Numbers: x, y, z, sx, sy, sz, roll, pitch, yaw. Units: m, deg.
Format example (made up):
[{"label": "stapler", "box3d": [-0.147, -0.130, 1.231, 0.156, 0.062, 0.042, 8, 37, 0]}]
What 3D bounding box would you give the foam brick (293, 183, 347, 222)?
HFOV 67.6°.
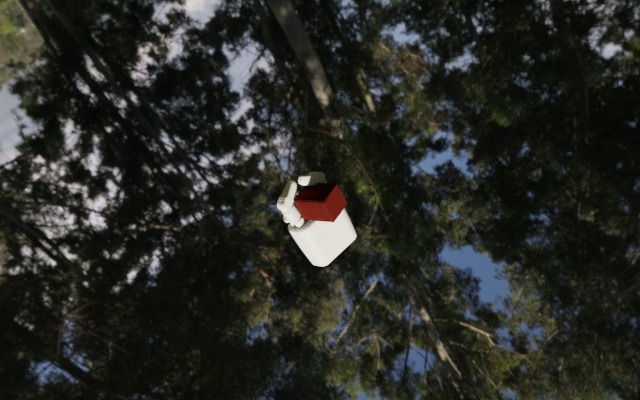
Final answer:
[{"label": "foam brick", "box3d": [0.000, 0.003, 0.891, 0.078, 0.051, 0.053, 4, 44, 42]}]
